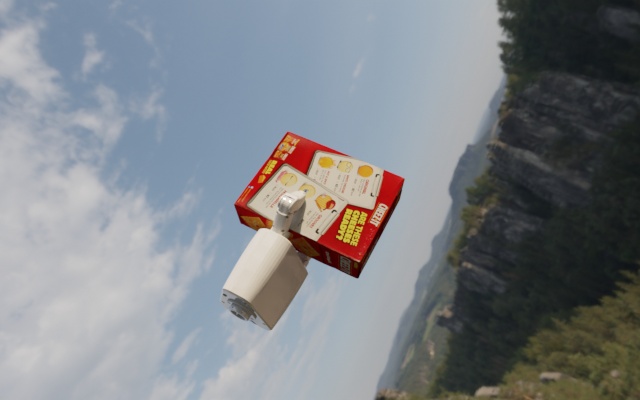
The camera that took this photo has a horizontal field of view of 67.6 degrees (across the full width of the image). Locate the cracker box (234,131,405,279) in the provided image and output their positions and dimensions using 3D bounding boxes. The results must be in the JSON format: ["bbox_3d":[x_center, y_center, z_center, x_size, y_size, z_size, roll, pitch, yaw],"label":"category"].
[{"bbox_3d":[0.000,0.002,0.753,0.213,0.164,0.072,24,-28,16],"label":"cracker box"}]
